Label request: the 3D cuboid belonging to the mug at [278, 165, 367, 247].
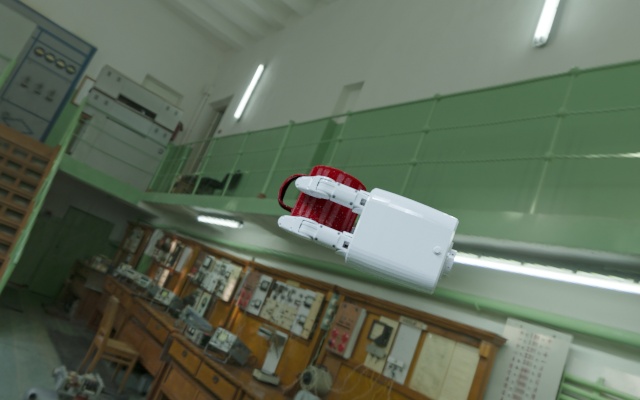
[{"bbox_3d":[-0.001,0.001,0.641,0.117,0.081,0.093,21,-13,15],"label":"mug"}]
